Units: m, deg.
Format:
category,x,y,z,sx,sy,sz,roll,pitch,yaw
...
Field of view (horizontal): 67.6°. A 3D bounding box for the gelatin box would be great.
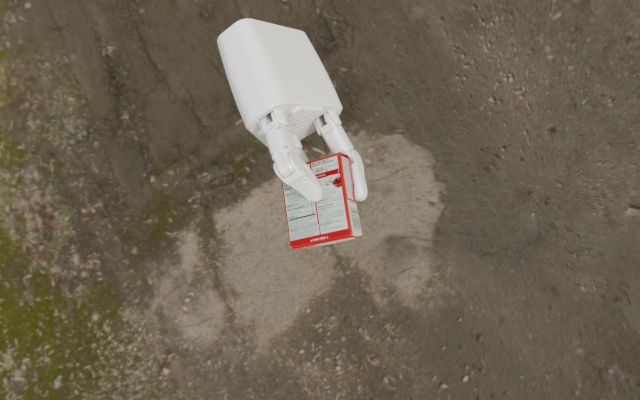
category,x,y,z,sx,sy,sz,roll,pitch,yaw
gelatin box,0.000,0.002,0.500,0.073,0.089,0.030,-14,-13,26
